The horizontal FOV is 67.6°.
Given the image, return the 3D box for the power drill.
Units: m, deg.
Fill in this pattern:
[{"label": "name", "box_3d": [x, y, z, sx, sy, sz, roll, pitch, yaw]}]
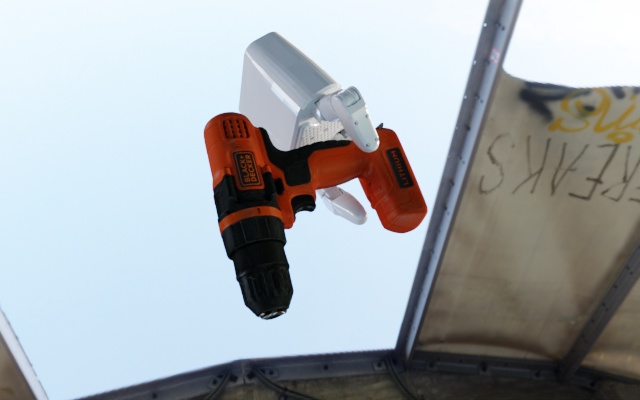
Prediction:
[{"label": "power drill", "box_3d": [0.000, 0.001, 0.425, 0.187, 0.184, 0.057, -5, -24, -27]}]
